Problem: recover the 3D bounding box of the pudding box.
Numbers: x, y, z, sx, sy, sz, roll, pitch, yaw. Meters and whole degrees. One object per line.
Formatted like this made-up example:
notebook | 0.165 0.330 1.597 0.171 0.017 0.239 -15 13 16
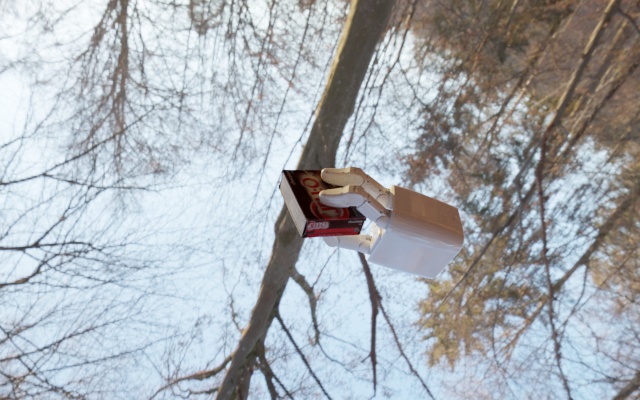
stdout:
pudding box | 0.000 0.002 0.668 0.090 0.039 0.113 -1 37 -27
